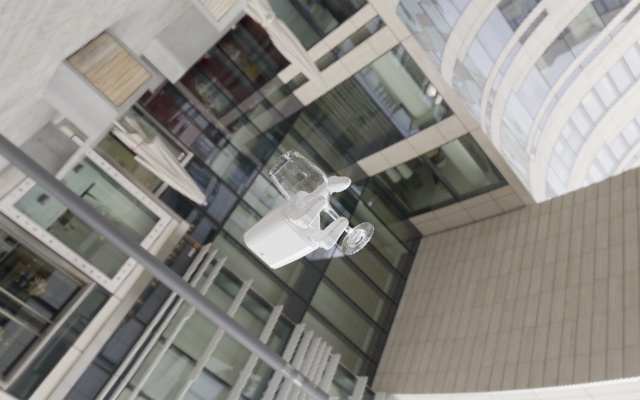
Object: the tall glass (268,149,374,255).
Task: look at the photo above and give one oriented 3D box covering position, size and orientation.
[{"bbox_3d":[0.001,0.003,0.821,0.201,0.079,0.079,45,-20,-21],"label":"tall glass"}]
